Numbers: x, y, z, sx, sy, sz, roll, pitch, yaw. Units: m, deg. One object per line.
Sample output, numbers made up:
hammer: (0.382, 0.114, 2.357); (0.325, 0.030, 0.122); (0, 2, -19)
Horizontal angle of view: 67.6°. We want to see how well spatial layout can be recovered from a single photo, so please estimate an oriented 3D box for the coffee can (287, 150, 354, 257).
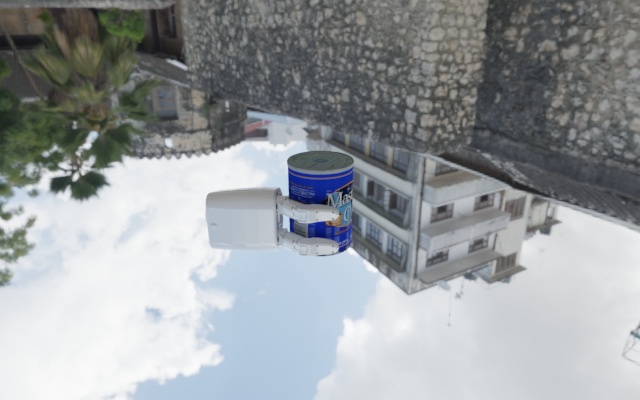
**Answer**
coffee can: (0.000, 0.002, 0.752); (0.103, 0.140, 0.102); (0, 22, 0)
